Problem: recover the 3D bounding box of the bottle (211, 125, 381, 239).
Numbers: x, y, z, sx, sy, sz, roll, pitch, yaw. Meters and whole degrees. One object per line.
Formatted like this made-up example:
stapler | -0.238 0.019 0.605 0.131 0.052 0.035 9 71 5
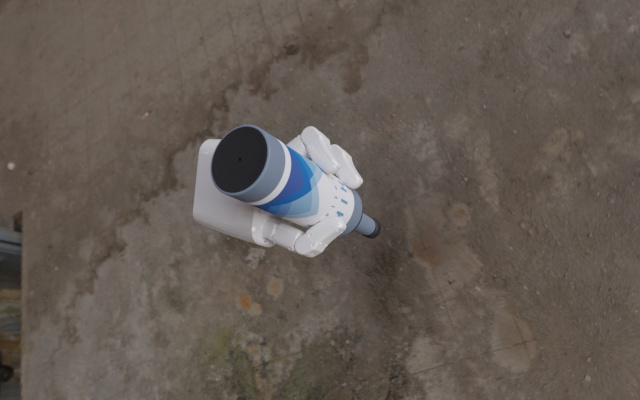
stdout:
bottle | 0.000 0.002 0.542 0.069 0.069 0.296 0 -15 30
